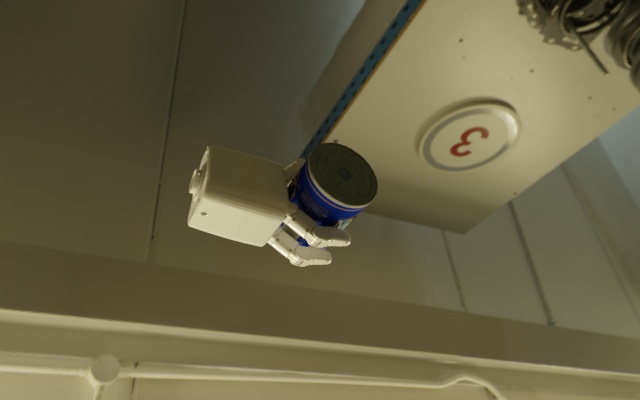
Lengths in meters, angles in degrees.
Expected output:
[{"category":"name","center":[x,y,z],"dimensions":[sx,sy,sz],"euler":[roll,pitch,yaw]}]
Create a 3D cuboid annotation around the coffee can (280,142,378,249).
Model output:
[{"category":"coffee can","center":[0.000,0.002,0.670],"dimensions":[0.103,0.102,0.140],"euler":[0,-33,-33]}]
